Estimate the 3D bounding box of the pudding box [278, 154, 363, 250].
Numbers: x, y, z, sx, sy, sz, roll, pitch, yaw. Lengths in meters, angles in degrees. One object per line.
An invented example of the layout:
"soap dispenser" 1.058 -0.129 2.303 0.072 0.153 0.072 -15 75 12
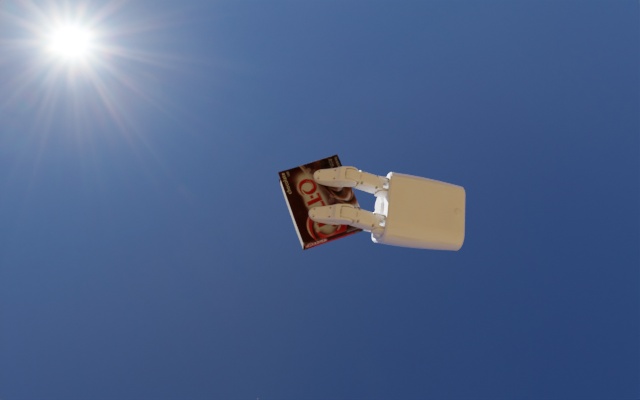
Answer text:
"pudding box" 0.000 0.002 0.664 0.090 0.113 0.039 -18 -20 -11
